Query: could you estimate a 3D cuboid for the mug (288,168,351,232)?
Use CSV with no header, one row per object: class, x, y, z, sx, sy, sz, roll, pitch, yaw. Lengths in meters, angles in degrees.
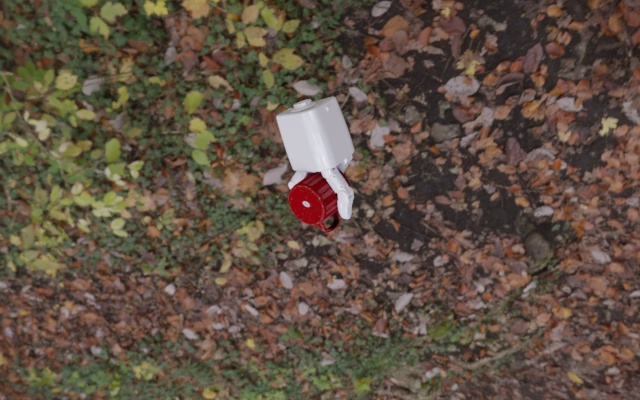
mug,0.000,0.004,0.865,0.093,0.117,0.081,-5,22,40
